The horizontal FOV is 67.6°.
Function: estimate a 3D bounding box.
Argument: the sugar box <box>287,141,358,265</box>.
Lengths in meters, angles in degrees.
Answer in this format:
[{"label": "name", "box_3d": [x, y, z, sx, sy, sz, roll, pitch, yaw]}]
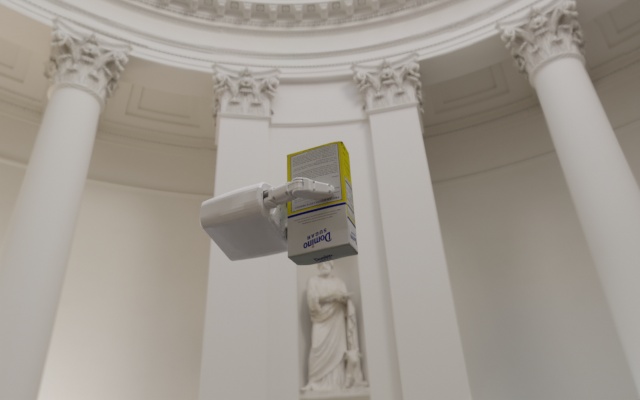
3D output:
[{"label": "sugar box", "box_3d": [0.000, 0.002, 0.696, 0.093, 0.176, 0.048, -14, -31, 18]}]
